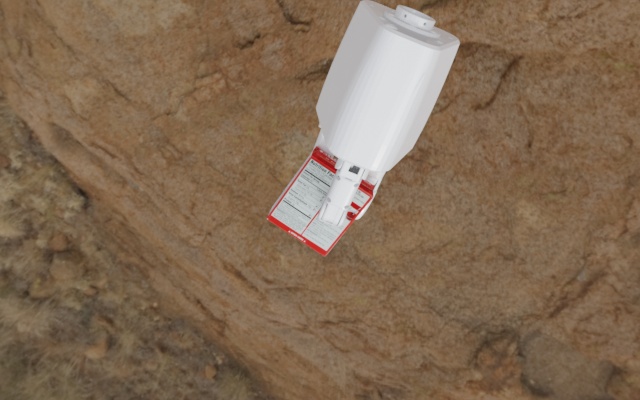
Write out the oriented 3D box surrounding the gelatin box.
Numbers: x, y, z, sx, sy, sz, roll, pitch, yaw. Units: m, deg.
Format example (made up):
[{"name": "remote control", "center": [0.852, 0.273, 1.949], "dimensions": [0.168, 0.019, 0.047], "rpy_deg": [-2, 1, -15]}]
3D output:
[{"name": "gelatin box", "center": [0.000, 0.002, 0.481], "dimensions": [0.073, 0.089, 0.030], "rpy_deg": [33, 25, -8]}]
